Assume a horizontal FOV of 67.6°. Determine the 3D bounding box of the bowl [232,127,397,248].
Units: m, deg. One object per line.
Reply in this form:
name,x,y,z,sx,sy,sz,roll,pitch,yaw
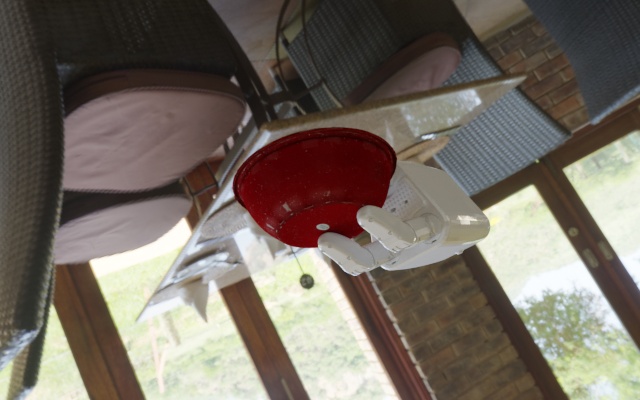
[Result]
bowl,-0.001,0.002,0.453,0.162,0.055,0.162,-9,-29,-5
